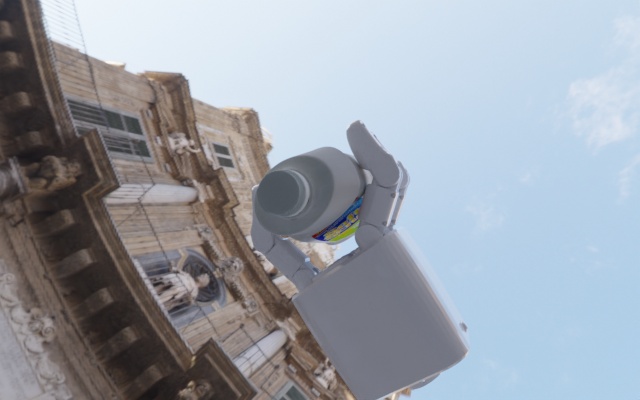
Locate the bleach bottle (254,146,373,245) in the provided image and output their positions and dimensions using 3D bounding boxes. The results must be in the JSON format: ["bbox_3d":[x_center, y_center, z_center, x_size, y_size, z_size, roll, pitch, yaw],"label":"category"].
[{"bbox_3d":[0.000,0.001,0.419,0.102,0.068,0.251,-36,-9,12],"label":"bleach bottle"}]
